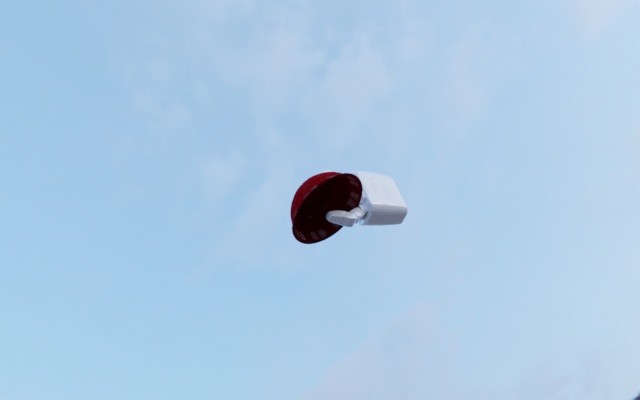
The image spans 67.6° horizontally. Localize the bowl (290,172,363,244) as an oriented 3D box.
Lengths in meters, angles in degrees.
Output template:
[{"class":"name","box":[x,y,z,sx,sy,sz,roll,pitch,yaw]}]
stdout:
[{"class":"bowl","box":[-0.001,0.002,0.890,0.162,0.162,0.055,0,35,-47]}]
